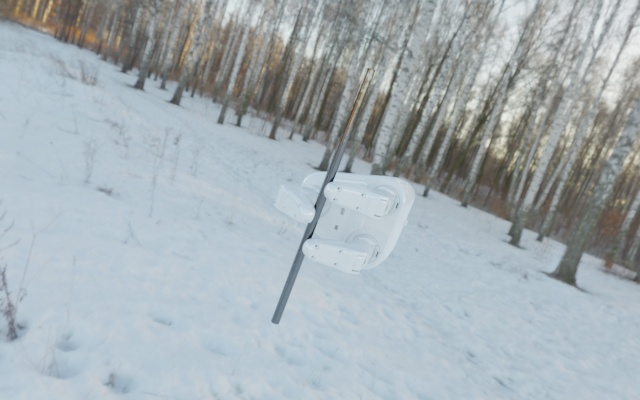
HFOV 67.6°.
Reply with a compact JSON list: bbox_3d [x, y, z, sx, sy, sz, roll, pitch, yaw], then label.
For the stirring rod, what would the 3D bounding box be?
[{"bbox_3d":[0.000,0.001,0.419,0.011,0.239,0.011,20,10,-4],"label":"stirring rod"}]
